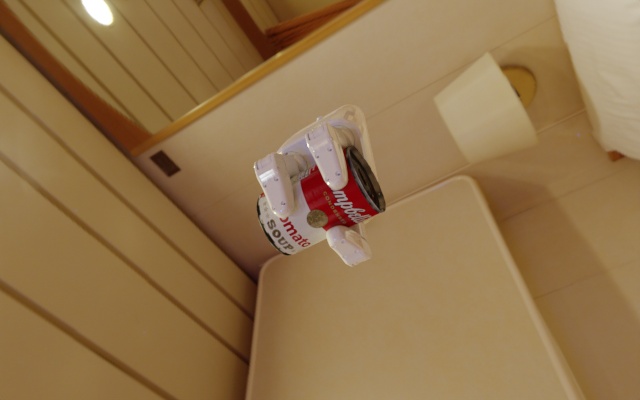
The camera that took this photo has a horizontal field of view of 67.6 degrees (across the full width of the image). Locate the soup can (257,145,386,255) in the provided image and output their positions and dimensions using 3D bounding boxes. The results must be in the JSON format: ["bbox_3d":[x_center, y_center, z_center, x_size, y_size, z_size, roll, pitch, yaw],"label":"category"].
[{"bbox_3d":[0.000,0.002,0.446,0.102,0.068,0.068,-27,-9,18],"label":"soup can"}]
